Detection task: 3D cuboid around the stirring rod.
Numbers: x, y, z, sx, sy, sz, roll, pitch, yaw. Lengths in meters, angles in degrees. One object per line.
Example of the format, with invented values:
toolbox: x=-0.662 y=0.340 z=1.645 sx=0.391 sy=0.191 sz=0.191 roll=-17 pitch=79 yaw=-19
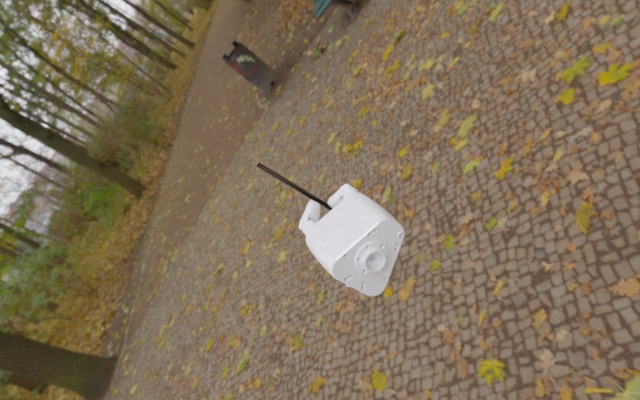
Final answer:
stirring rod: x=0.000 y=0.003 z=0.770 sx=0.239 sy=0.011 sz=0.011 roll=31 pitch=-14 yaw=-25
